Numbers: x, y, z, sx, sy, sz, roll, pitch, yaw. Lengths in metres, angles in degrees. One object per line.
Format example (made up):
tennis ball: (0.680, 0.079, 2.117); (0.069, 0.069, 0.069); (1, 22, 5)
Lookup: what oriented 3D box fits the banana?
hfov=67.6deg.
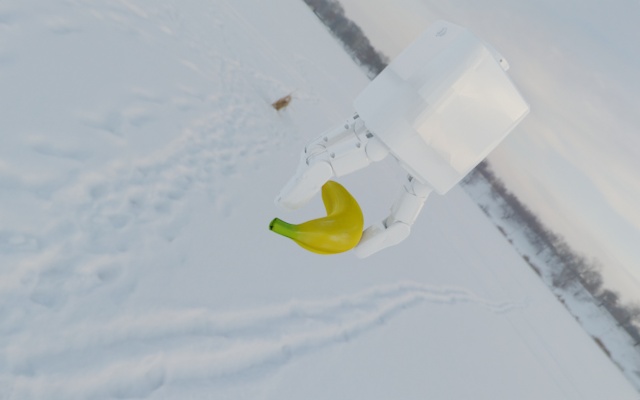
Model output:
banana: (0.013, 0.015, 0.471); (0.069, 0.037, 0.197); (43, 16, 3)
